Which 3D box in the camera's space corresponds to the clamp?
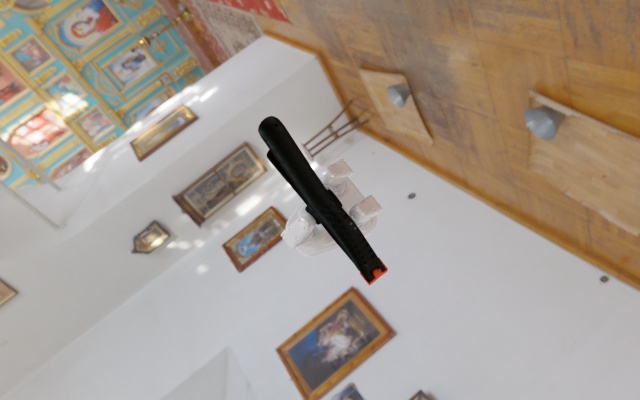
[{"bbox_3d":[0.000,0.003,0.525,0.036,0.210,0.164,-38,-8,-4],"label":"clamp"}]
